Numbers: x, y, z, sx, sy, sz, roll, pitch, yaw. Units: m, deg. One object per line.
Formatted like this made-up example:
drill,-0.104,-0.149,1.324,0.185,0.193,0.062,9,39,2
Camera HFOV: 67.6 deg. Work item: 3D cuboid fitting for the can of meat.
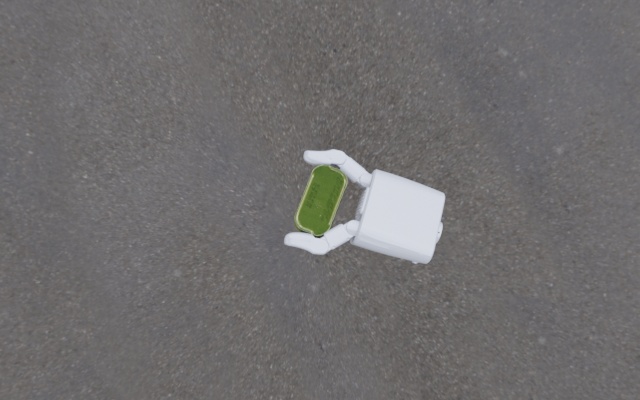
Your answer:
can of meat,0.000,0.002,0.682,0.057,0.102,0.084,21,-4,0
